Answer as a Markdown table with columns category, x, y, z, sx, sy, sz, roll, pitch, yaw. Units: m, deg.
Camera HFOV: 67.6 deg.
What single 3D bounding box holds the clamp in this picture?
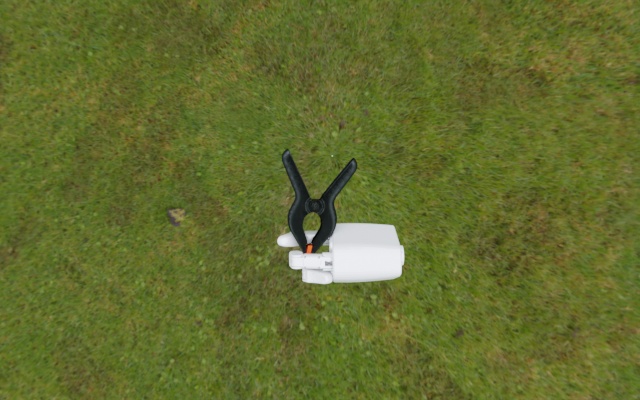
| category | x | y | z | sx | sy | sz | roll | pitch | yaw |
| --- | --- | --- | --- | --- | --- | --- | --- | --- | --- |
| clamp | 0.000 | 0.003 | 0.763 | 0.120 | 0.171 | 0.039 | -1 | 5 | 1 |
